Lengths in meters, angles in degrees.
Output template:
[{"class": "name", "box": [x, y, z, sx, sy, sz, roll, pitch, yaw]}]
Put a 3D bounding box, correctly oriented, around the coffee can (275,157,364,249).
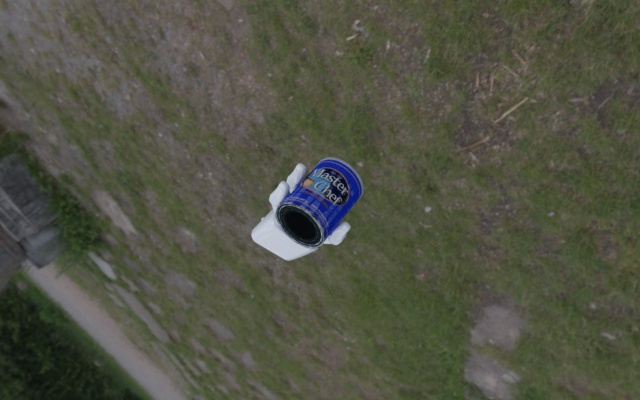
[{"class": "coffee can", "box": [0.000, 0.003, 0.862, 0.103, 0.103, 0.140, 0, 37, 42]}]
